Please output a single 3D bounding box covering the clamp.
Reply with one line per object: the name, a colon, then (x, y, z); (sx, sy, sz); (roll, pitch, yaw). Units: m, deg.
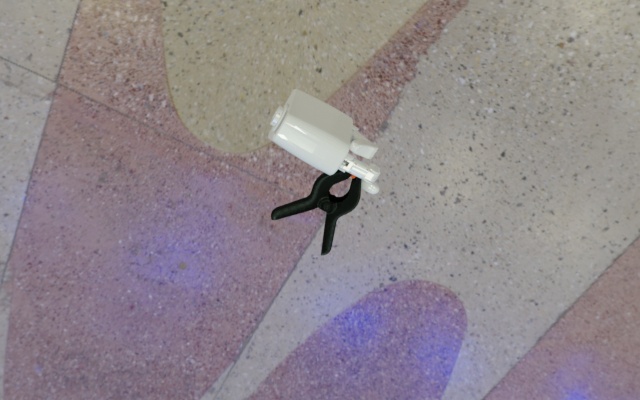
clamp: (0.000, 0.003, 0.782); (0.120, 0.171, 0.039); (27, 21, -15)
